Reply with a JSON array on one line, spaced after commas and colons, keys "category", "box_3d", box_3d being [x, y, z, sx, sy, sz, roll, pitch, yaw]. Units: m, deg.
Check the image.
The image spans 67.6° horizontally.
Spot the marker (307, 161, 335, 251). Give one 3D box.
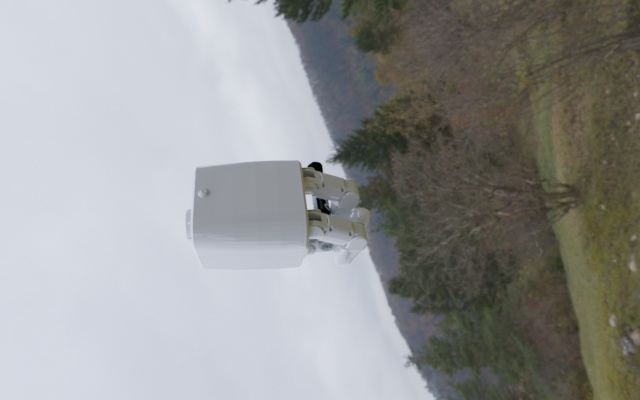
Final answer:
[{"category": "marker", "box_3d": [0.000, 0.002, 0.531, 0.020, 0.121, 0.020, -5, -40, -5]}]
